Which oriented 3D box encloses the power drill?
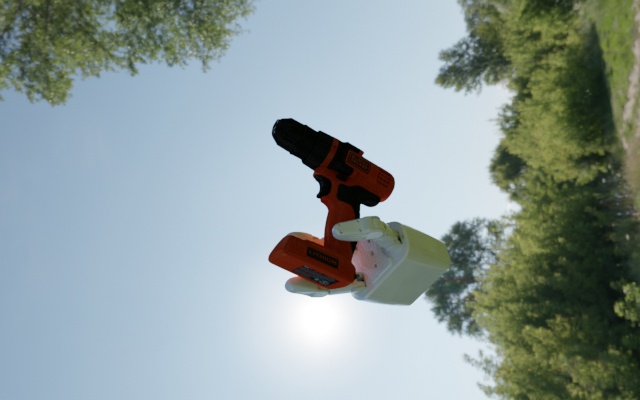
[{"bbox_3d":[0.000,0.002,0.601,0.184,0.187,0.057,27,-28,-16],"label":"power drill"}]
